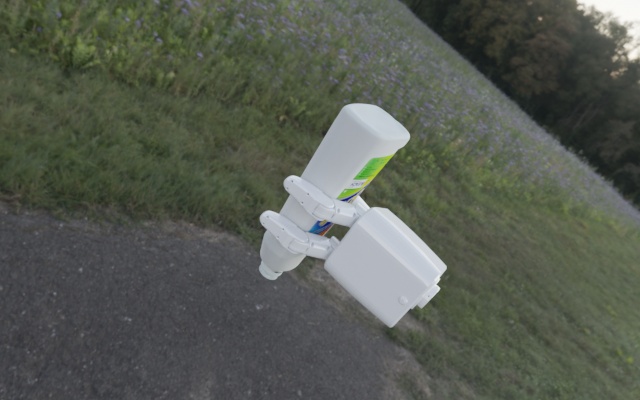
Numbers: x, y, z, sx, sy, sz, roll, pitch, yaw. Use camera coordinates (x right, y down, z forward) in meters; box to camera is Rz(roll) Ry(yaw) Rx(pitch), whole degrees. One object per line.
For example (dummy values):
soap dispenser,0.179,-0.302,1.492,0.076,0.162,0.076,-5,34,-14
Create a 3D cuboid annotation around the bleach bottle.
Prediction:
bleach bottle,0.000,0.002,0.585,0.068,0.251,0.102,44,28,17
